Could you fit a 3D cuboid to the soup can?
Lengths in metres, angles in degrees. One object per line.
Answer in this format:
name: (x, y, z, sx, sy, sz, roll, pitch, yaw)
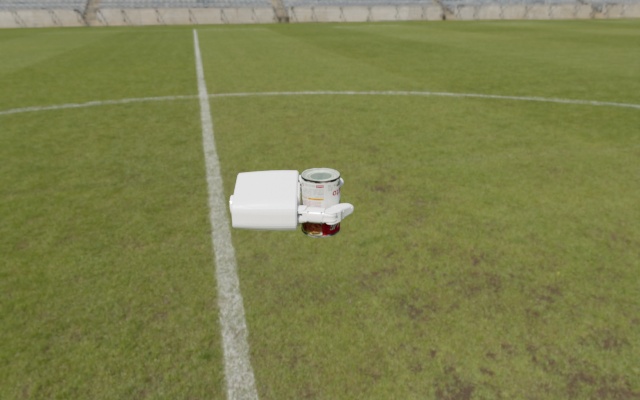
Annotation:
soup can: (0.001, 0.002, 0.812, 0.068, 0.102, 0.068, 0, 23, 0)
